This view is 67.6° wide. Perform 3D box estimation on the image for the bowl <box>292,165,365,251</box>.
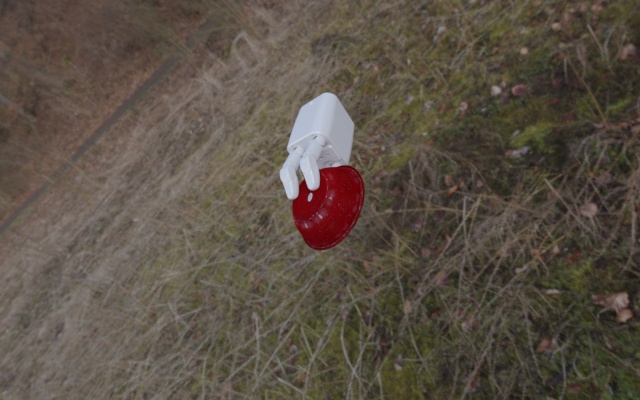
[{"bbox_3d":[0.000,0.004,0.830,0.055,0.162,0.162,26,-16,-36],"label":"bowl"}]
